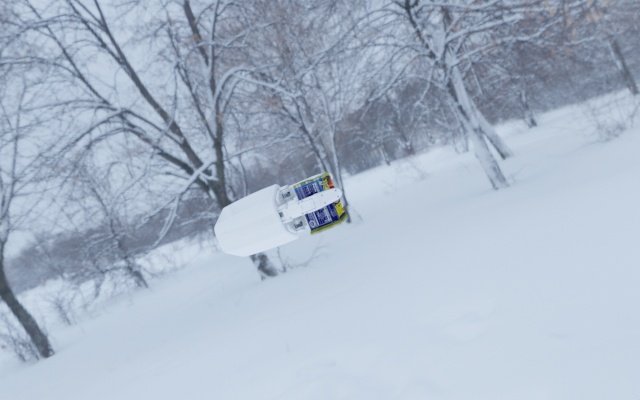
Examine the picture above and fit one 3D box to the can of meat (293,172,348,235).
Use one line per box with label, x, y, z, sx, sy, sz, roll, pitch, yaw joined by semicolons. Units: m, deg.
can of meat;0.000;0.002;0.783;0.057;0.084;0.102;-22;2;11
